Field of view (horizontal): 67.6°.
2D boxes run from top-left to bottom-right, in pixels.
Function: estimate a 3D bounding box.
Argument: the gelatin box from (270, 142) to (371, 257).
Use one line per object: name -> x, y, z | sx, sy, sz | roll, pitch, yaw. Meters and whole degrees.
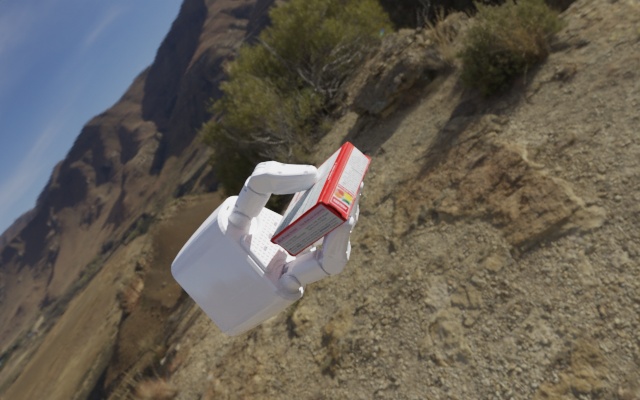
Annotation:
gelatin box -> 0.000, 0.001, 0.415 | 0.030, 0.073, 0.089 | 36, -40, -13
